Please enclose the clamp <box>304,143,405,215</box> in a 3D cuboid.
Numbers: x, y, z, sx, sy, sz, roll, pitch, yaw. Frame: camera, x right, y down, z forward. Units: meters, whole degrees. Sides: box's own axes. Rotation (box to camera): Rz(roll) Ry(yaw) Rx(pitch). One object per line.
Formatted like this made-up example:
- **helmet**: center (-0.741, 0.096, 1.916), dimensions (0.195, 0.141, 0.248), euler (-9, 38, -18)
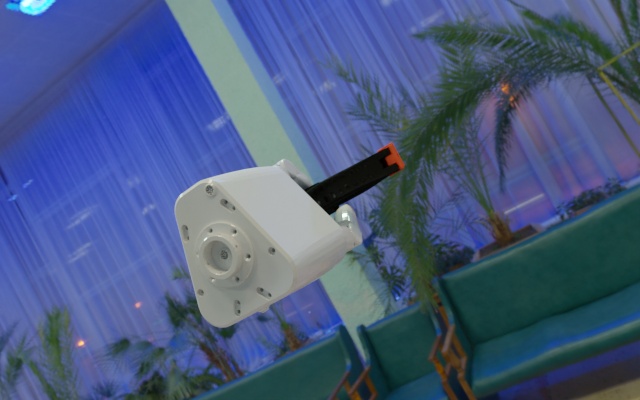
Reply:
- **clamp**: center (0.000, 0.001, 0.525), dimensions (0.210, 0.036, 0.164), euler (-30, -5, 22)
